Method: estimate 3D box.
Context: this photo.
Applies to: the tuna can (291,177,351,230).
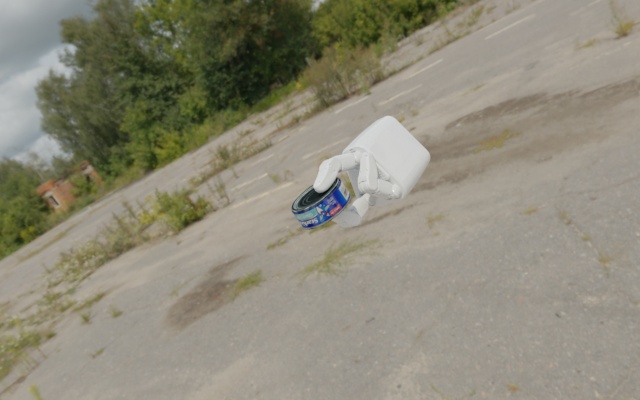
[{"bbox_3d":[0.000,0.002,0.696,0.086,0.034,0.086,-31,19,12],"label":"tuna can"}]
